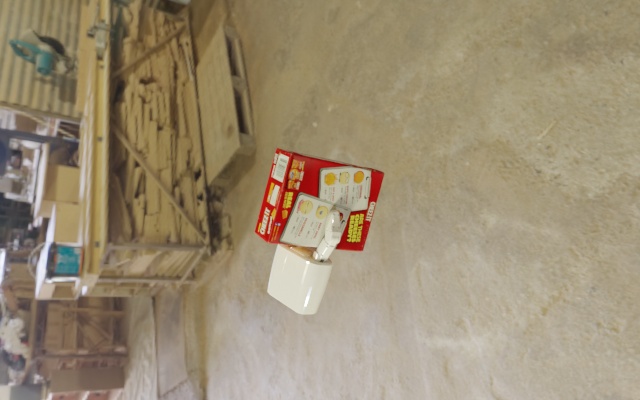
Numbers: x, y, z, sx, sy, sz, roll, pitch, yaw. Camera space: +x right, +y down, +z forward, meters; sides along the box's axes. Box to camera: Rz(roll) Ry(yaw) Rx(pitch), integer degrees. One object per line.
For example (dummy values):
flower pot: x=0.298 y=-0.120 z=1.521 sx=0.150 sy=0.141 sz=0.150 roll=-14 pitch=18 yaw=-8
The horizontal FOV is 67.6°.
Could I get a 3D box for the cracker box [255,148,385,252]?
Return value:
cracker box: x=0.000 y=0.003 z=0.893 sx=0.214 sy=0.164 sz=0.072 roll=9 pitch=11 yaw=-34
